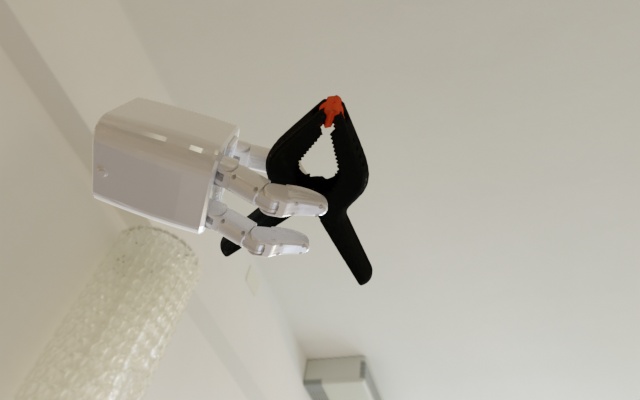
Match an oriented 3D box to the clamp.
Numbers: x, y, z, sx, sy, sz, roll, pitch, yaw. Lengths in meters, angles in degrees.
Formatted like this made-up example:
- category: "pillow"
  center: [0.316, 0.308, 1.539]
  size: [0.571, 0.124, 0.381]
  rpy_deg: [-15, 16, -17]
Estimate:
- category: "clamp"
  center: [0.000, 0.001, 0.460]
  size: [0.164, 0.210, 0.036]
  rpy_deg: [17, 38, -7]
